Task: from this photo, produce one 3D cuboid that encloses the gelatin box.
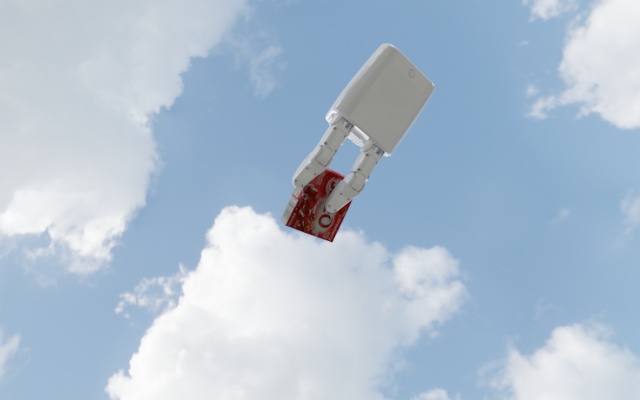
[{"bbox_3d":[0.000,0.002,0.624,0.073,0.089,0.030,22,8,-26],"label":"gelatin box"}]
